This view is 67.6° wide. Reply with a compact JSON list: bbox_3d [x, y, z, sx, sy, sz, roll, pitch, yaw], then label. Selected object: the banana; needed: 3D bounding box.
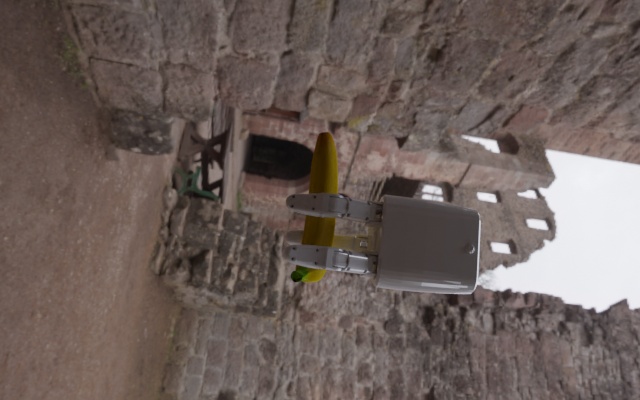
[{"bbox_3d":[0.000,0.015,0.548,0.037,0.197,0.070,6,-33,4],"label":"banana"}]
